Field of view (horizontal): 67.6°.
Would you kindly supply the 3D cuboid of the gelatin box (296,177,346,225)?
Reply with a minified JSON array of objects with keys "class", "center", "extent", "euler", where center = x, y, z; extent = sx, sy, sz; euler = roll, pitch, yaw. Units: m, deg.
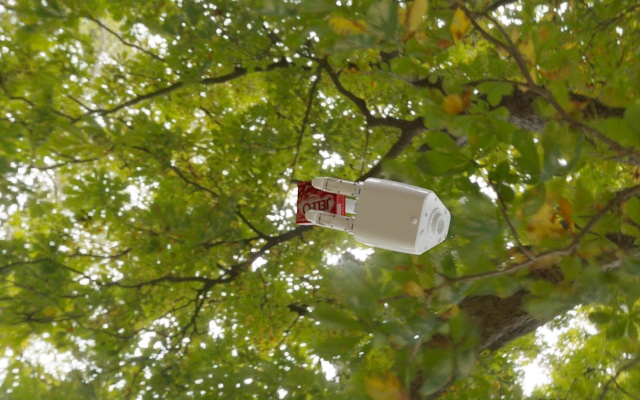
[{"class":"gelatin box","center":[0.000,0.003,0.798],"extent":[0.089,0.073,0.030],"euler":[-5,-10,39]}]
